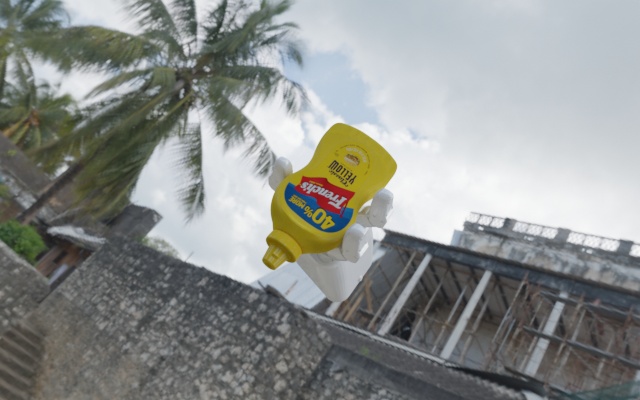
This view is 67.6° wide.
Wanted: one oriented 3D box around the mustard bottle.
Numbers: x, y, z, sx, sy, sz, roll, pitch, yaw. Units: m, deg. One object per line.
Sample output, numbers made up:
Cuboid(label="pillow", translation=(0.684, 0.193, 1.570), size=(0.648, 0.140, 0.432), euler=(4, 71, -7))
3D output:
Cuboid(label="mustard bottle", translation=(0.000, 0.001, 0.540), size=(0.096, 0.191, 0.058), euler=(38, -26, 5))
